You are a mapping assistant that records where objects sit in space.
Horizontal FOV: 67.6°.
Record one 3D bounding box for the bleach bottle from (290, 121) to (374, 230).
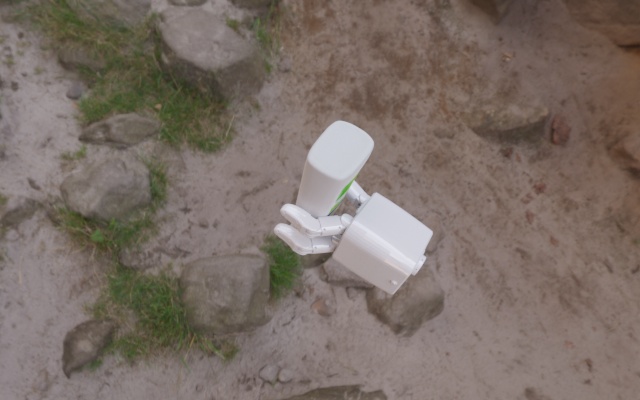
[{"bbox_3d":[0.000,0.002,0.713,0.068,0.102,0.251,32,-35,8],"label":"bleach bottle"}]
